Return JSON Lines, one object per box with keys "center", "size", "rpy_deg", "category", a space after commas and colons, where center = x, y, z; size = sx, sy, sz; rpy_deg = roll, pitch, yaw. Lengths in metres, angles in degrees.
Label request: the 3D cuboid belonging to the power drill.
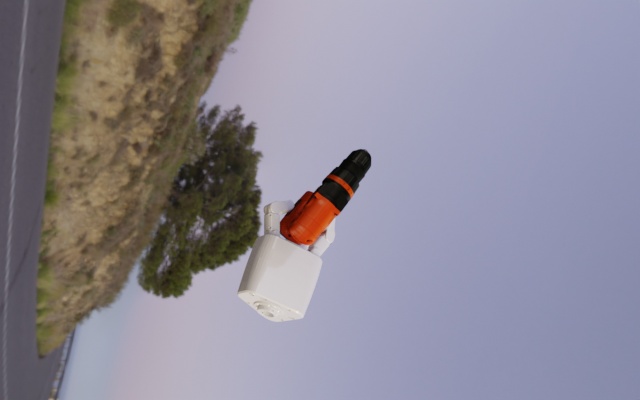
{"center": [0.000, 0.003, 0.805], "size": [0.057, 0.184, 0.188], "rpy_deg": [42, -19, -3], "category": "power drill"}
